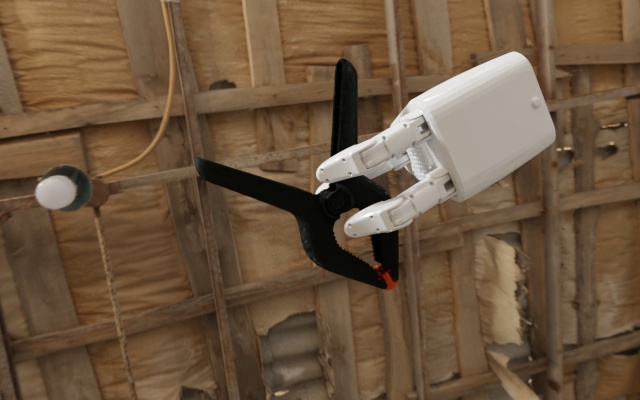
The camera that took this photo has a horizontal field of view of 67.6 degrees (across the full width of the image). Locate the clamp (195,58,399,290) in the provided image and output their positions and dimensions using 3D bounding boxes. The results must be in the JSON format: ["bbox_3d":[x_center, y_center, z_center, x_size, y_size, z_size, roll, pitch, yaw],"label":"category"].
[{"bbox_3d":[0.000,0.002,0.436,0.164,0.210,0.036,-29,14,-8],"label":"clamp"}]
